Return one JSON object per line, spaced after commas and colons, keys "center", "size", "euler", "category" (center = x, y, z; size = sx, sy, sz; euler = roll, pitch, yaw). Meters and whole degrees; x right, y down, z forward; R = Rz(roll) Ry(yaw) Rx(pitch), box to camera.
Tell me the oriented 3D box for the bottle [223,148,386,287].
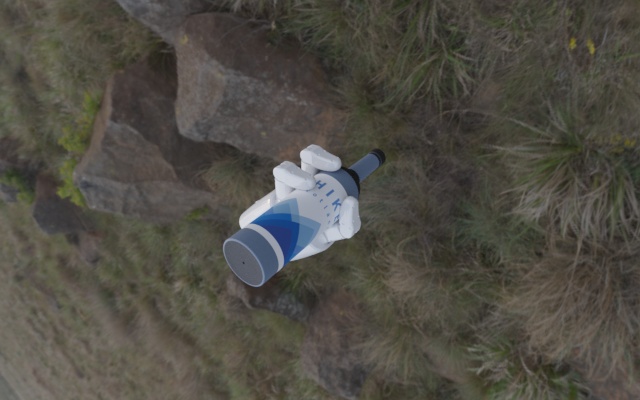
{"center": [0.000, 0.002, 0.643], "size": [0.069, 0.069, 0.295], "euler": [0, 29, 44], "category": "bottle"}
